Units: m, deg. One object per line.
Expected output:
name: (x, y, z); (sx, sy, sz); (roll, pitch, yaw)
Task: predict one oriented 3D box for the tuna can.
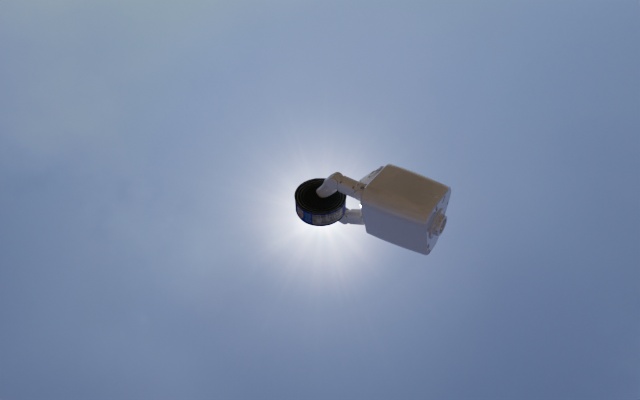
tuna can: (0.000, 0.003, 0.786); (0.086, 0.034, 0.086); (0, 43, 0)
